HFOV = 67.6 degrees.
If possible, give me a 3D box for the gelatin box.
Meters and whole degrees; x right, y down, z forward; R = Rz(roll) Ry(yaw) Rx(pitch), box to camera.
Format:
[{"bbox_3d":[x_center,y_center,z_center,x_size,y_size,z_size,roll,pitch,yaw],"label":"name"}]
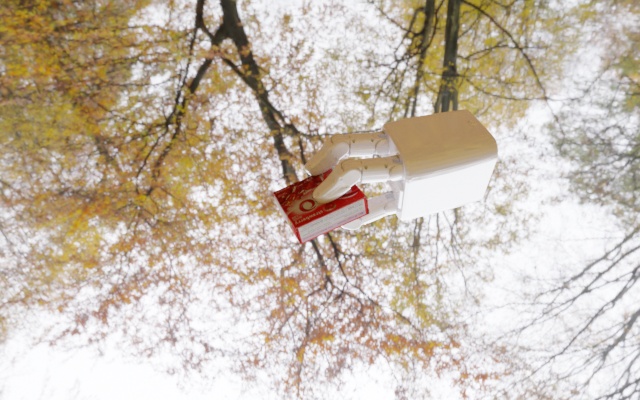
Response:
[{"bbox_3d":[0.000,0.002,0.547,0.089,0.030,0.073,-24,41,-11],"label":"gelatin box"}]
